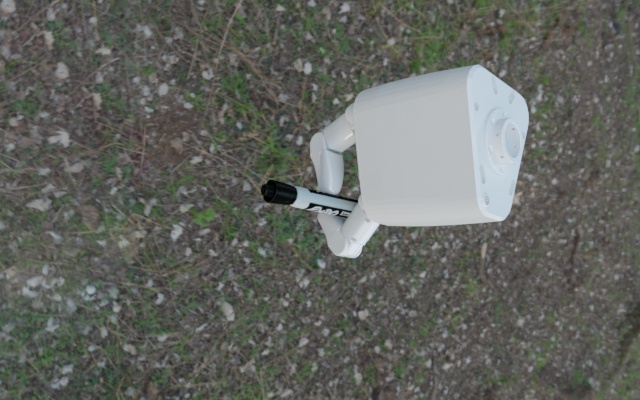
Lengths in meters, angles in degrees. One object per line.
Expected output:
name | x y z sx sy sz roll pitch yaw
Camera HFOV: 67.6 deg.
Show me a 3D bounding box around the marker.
marker | 0.000 0.001 0.410 0.121 0.020 0.020 13 -9 -42
